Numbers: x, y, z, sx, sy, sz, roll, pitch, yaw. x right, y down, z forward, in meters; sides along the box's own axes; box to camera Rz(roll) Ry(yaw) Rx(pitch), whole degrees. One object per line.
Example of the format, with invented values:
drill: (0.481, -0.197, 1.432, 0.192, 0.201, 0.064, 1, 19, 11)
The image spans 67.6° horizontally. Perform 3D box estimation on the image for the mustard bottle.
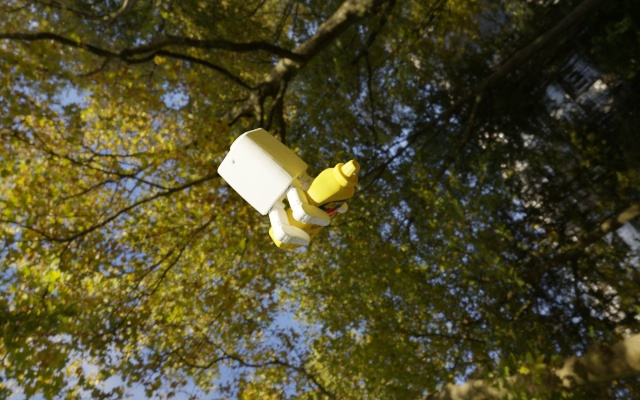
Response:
mustard bottle: (0.000, 0.003, 0.782, 0.096, 0.058, 0.192, -10, -31, -49)
